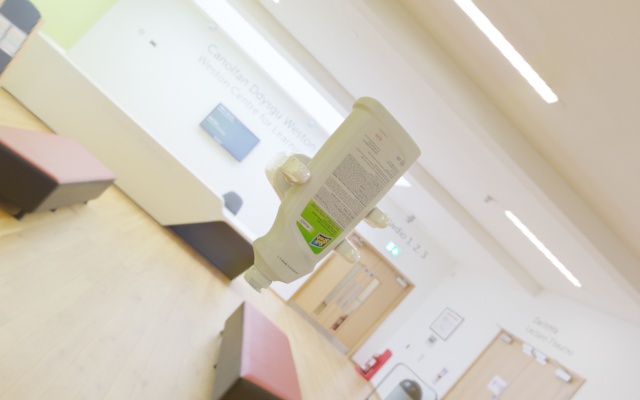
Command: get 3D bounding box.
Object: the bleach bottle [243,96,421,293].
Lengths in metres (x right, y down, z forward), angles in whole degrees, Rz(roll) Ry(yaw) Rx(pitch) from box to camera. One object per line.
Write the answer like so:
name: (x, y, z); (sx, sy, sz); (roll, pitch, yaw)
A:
bleach bottle: (0.000, 0.002, 0.562); (0.102, 0.251, 0.068); (44, -4, -18)
